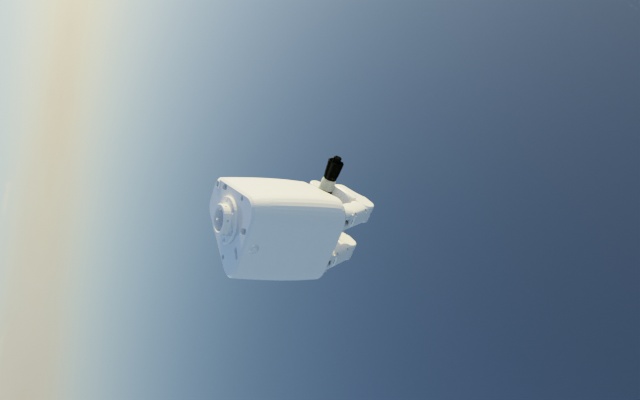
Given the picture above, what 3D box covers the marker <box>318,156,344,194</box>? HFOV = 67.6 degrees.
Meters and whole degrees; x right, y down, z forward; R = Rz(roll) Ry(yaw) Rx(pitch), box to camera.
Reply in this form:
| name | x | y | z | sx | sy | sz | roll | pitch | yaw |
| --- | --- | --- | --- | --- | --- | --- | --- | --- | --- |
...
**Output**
| name | x | y | z | sx | sy | sz | roll | pitch | yaw |
| --- | --- | --- | --- | --- | --- | --- | --- | --- | --- |
| marker | 0.000 | 0.002 | 0.571 | 0.020 | 0.121 | 0.020 | 18 | 24 | -8 |
